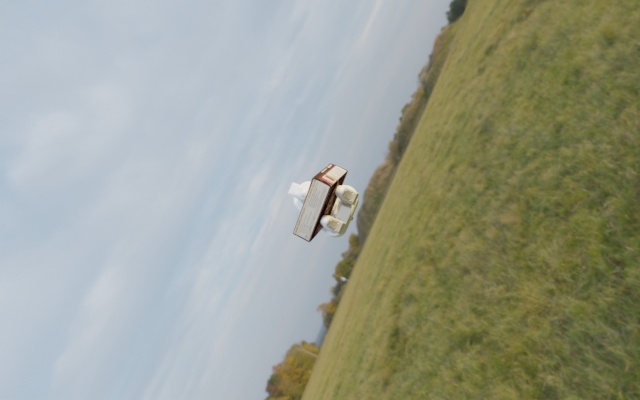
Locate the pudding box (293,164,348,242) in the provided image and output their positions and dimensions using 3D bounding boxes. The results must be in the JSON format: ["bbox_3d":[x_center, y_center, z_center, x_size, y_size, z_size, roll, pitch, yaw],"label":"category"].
[{"bbox_3d":[0.000,0.003,0.802,0.039,0.113,0.090,24,26,10],"label":"pudding box"}]
